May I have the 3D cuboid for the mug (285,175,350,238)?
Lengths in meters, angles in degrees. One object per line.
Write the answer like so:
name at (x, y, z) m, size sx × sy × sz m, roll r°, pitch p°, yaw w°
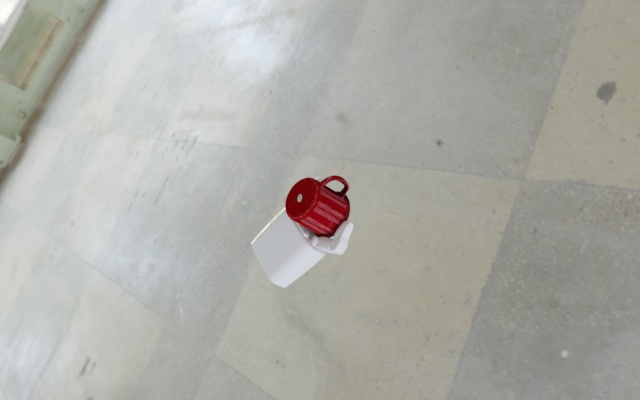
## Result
mug at (0.001, 0.002, 0.840) m, size 0.081 × 0.117 × 0.093 m, roll 31°, pitch 22°, yaw -40°
